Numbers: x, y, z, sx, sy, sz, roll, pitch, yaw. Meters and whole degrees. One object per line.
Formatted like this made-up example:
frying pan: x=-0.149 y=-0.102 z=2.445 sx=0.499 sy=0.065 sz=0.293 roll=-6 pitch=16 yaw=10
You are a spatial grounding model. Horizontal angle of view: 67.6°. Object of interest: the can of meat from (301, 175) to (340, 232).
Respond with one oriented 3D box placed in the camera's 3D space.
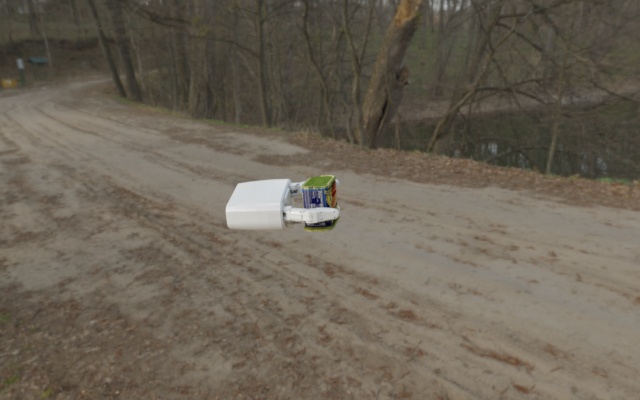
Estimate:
can of meat: x=0.000 y=0.003 z=0.894 sx=0.057 sy=0.084 sz=0.102 roll=-2 pitch=15 yaw=12
